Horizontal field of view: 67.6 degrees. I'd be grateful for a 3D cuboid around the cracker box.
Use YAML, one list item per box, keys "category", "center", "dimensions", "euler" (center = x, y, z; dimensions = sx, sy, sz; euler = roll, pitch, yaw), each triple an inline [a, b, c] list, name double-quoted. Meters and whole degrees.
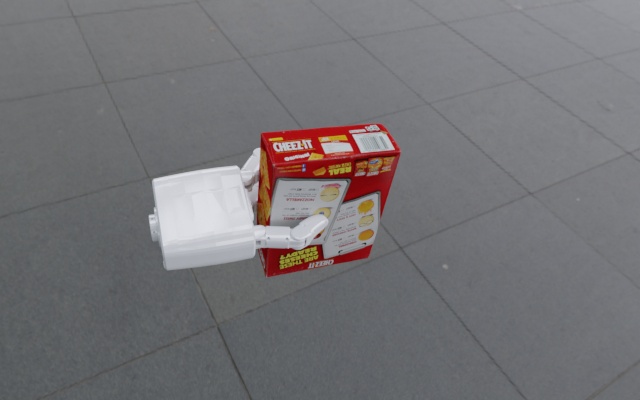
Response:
- category: "cracker box"
  center: [0.000, 0.002, 0.648]
  dimensions: [0.164, 0.072, 0.214]
  euler: [-8, -42, -17]
